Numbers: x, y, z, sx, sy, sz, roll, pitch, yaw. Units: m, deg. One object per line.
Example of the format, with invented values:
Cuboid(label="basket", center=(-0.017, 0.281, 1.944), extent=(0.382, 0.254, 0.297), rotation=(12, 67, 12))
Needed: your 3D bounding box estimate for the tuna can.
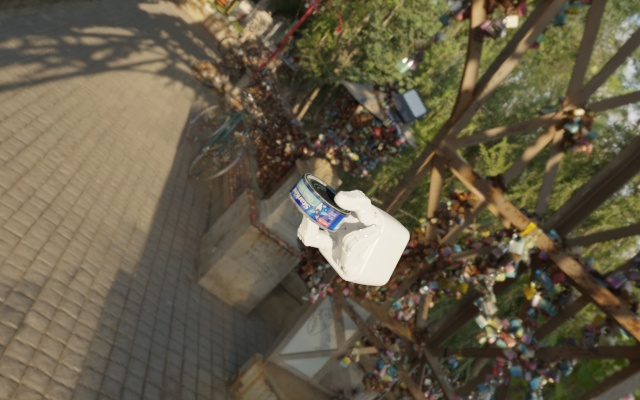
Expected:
Cuboid(label="tuna can", center=(0.000, 0.002, 0.657), extent=(0.086, 0.034, 0.086), rotation=(38, 15, -12))
